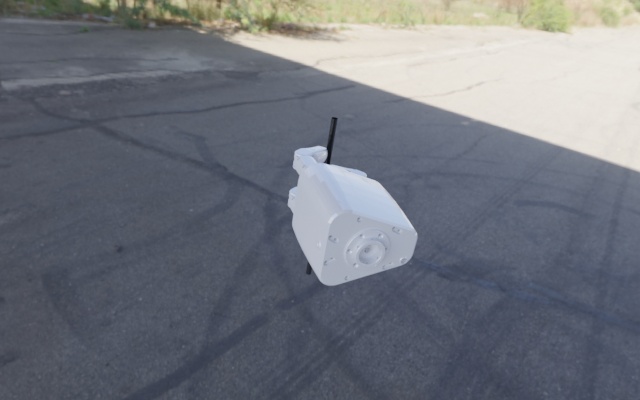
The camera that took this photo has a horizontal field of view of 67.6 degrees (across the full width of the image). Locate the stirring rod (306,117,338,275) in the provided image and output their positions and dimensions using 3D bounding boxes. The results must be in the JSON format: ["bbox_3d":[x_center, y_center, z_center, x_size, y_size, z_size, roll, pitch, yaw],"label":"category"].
[{"bbox_3d":[0.000,0.002,0.657,0.011,0.240,0.011,8,27,-4],"label":"stirring rod"}]
